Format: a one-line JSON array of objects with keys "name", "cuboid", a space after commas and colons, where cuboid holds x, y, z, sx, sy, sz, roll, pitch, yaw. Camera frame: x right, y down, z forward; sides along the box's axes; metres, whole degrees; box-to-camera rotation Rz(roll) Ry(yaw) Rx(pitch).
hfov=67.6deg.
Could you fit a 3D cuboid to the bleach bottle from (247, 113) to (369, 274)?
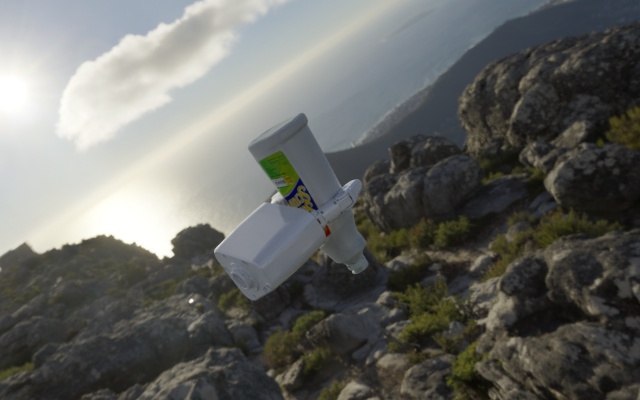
[{"name": "bleach bottle", "cuboid": [0.000, 0.002, 0.697, 0.102, 0.251, 0.068, -13, 25, 52]}]
